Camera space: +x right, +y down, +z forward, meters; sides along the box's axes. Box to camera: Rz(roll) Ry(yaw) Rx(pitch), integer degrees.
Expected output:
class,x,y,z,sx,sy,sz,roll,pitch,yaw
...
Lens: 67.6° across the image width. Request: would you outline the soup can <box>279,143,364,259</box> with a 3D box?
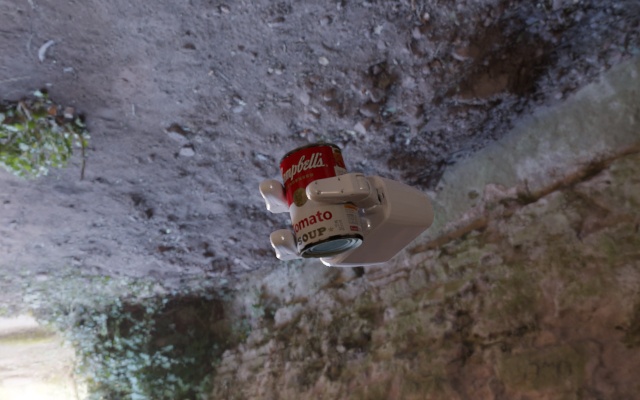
class,x,y,z,sx,sy,sz,roll,pitch,yaw
soup can,0.000,0.002,0.489,0.068,0.102,0.068,-12,-19,-4
